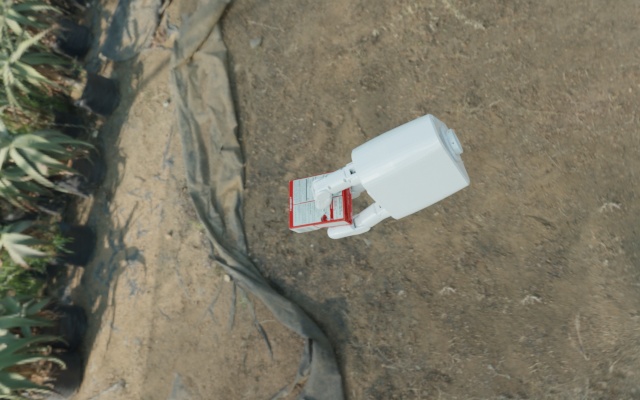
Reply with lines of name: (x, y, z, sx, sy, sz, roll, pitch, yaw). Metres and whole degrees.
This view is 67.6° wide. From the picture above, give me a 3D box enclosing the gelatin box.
gelatin box: (0.000, 0.002, 0.668, 0.089, 0.073, 0.030, -11, -20, 25)
